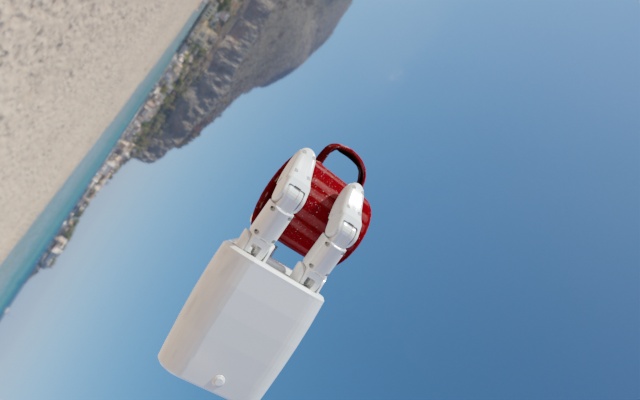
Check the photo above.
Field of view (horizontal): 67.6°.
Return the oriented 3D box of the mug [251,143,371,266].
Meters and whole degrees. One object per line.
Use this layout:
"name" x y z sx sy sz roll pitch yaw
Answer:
"mug" 0.001 0.000 0.458 0.081 0.117 0.093 35 -6 -23
